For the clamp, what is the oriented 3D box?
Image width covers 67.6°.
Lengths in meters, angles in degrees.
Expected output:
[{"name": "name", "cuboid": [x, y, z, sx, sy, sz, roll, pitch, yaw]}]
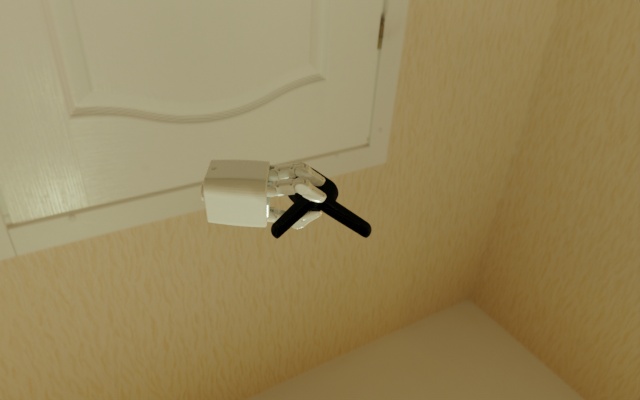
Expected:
[{"name": "clamp", "cuboid": [0.000, 0.003, 0.846, 0.164, 0.036, 0.209, 5, 32, -5]}]
